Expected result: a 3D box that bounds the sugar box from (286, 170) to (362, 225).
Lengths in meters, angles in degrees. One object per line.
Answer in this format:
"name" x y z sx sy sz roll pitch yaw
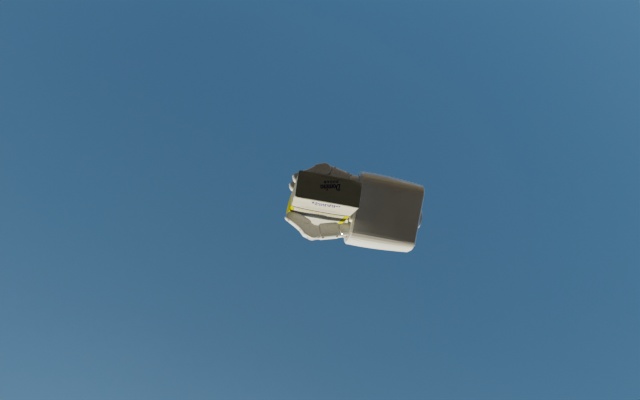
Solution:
"sugar box" 0.000 0.002 0.737 0.093 0.048 0.176 10 -16 -6
